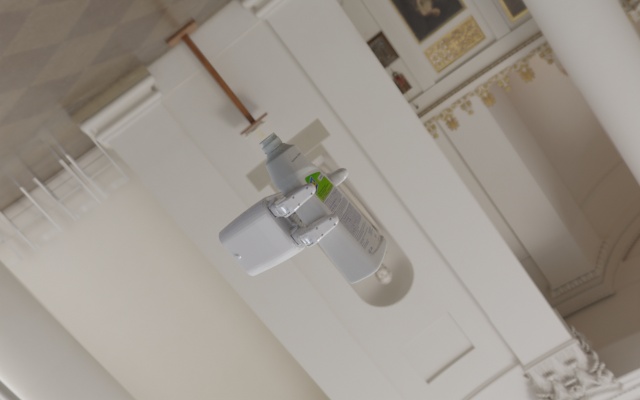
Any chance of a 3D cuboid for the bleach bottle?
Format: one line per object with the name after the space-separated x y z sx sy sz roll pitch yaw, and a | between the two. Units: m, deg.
0.000 0.002 0.724 0.068 0.251 0.102 -32 13 27 | bleach bottle
